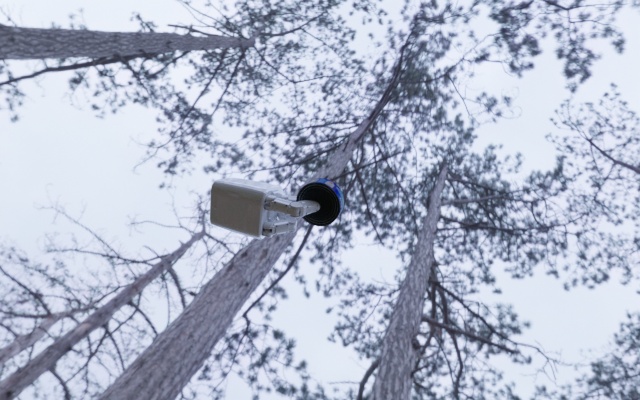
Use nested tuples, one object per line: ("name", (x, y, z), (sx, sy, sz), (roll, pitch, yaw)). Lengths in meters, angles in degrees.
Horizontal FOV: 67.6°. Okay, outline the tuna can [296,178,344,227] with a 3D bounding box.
("tuna can", (0.000, 0.003, 0.886), (0.086, 0.086, 0.033), (0, 19, 20))
